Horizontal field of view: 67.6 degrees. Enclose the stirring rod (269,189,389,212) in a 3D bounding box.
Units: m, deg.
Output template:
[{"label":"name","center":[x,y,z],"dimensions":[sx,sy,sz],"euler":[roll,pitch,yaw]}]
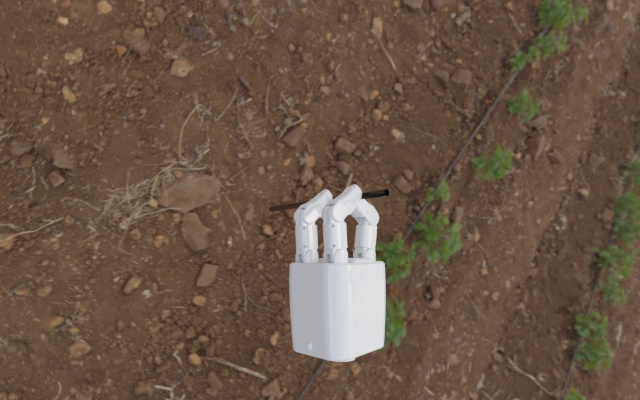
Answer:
[{"label":"stirring rod","center":[0.000,0.002,0.630],"dimensions":[0.011,0.011,0.239],"euler":[0,-5,-38]}]
